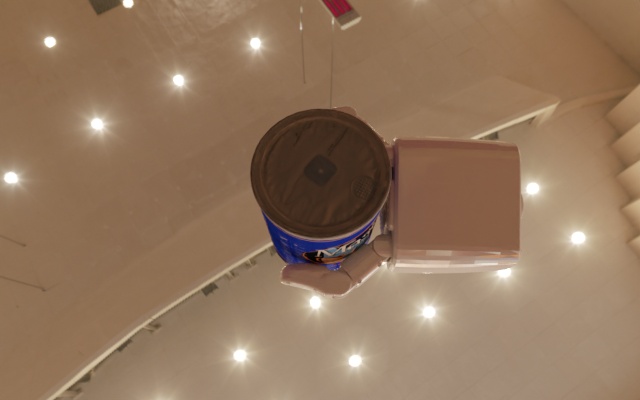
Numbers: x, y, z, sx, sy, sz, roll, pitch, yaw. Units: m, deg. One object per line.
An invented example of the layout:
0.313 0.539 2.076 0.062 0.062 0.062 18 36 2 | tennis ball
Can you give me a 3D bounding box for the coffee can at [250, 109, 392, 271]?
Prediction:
0.000 0.001 0.410 0.103 0.102 0.140 0 -20 0 | coffee can
